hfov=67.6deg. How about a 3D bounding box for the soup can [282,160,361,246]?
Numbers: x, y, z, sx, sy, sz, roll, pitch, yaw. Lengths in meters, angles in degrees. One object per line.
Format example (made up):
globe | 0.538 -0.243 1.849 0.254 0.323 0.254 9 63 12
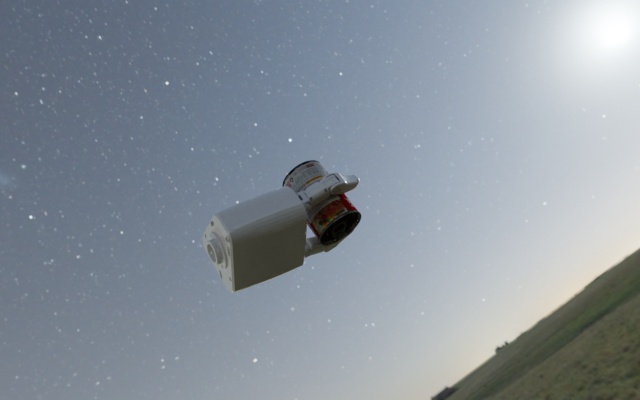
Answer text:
soup can | 0.000 0.002 0.662 0.068 0.102 0.068 -29 -27 -16
